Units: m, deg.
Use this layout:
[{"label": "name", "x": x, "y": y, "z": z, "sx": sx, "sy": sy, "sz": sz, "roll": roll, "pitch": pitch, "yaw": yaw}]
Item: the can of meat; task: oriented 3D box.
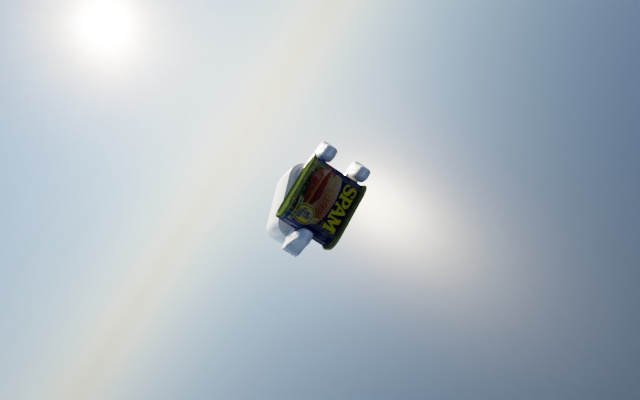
[{"label": "can of meat", "x": 0.000, "y": 0.002, "z": 0.644, "sx": 0.084, "sy": 0.102, "sz": 0.057, "roll": 33, "pitch": -13, "yaw": -11}]
